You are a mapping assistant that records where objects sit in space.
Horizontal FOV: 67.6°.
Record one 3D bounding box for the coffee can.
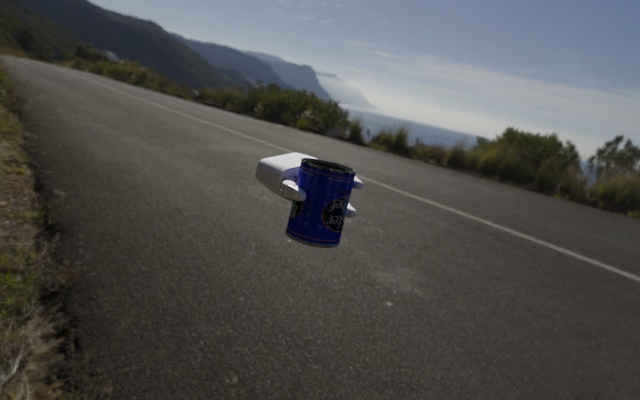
[{"bbox_3d":[0.000,0.003,0.866,0.103,0.140,0.102,12,12,-3],"label":"coffee can"}]
